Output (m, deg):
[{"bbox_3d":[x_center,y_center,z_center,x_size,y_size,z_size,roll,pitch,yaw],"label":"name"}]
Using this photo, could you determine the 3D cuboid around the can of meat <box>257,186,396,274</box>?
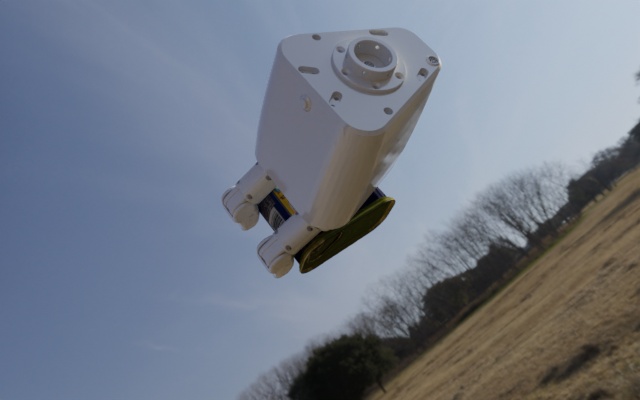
[{"bbox_3d":[0.000,0.001,0.427,0.102,0.084,0.057,-30,-21,-26],"label":"can of meat"}]
